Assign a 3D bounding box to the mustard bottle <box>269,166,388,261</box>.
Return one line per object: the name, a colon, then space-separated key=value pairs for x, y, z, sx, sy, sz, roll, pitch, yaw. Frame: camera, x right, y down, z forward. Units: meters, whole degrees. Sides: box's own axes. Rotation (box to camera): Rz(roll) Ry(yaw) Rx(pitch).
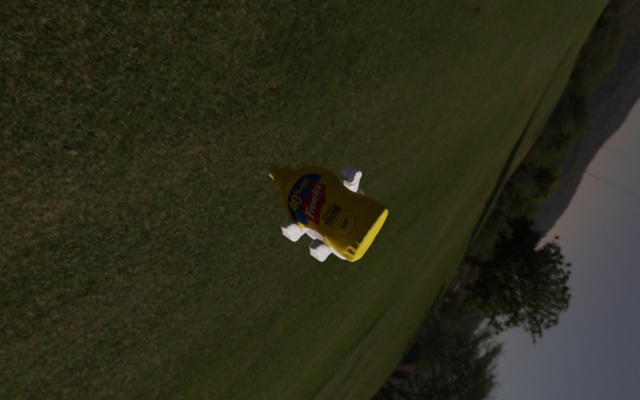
mustard bottle: x=0.000 y=0.002 z=0.727 sx=0.191 sy=0.096 sz=0.058 roll=34 pitch=15 yaw=18
